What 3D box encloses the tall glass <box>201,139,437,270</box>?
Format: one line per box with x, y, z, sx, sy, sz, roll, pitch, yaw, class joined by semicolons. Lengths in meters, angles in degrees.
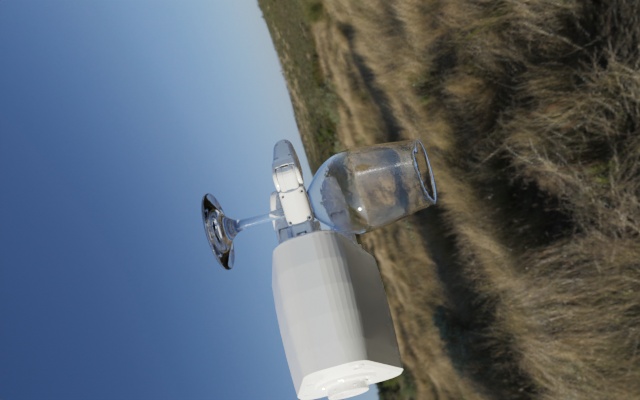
-0.001;0.001;0.438;0.201;0.079;0.079;-17;-1;3;tall glass
